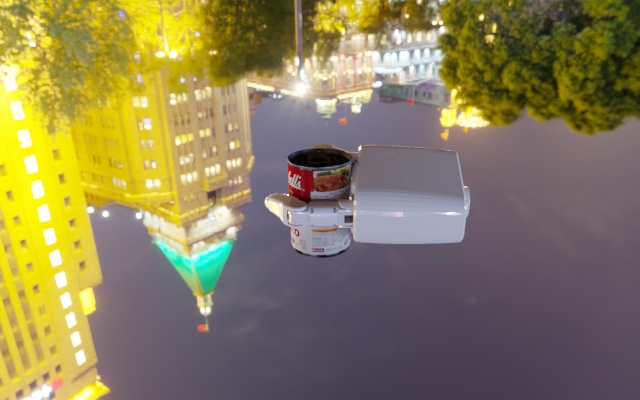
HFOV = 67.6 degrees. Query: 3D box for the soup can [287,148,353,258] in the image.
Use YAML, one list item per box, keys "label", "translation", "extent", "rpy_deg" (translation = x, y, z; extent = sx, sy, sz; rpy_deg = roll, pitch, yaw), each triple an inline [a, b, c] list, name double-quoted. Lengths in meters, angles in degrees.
- label: "soup can"
  translation: [0.000, 0.002, 0.515]
  extent: [0.068, 0.102, 0.068]
  rpy_deg: [-1, 23, 0]
